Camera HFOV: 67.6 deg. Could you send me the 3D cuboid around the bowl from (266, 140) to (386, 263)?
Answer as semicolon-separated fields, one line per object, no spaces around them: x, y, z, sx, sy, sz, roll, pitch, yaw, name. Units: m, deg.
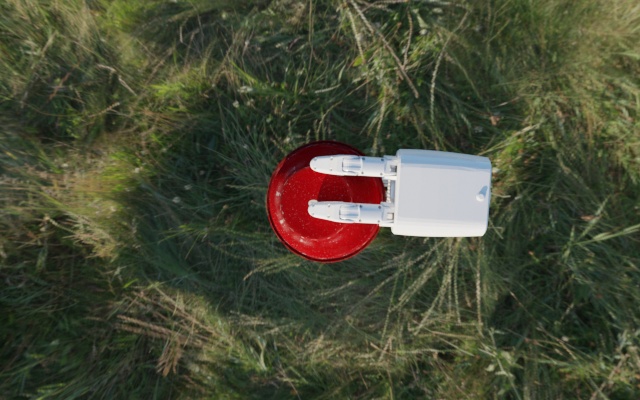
-0.001;0.002;0.605;0.162;0.162;0.055;0;2;13;bowl
